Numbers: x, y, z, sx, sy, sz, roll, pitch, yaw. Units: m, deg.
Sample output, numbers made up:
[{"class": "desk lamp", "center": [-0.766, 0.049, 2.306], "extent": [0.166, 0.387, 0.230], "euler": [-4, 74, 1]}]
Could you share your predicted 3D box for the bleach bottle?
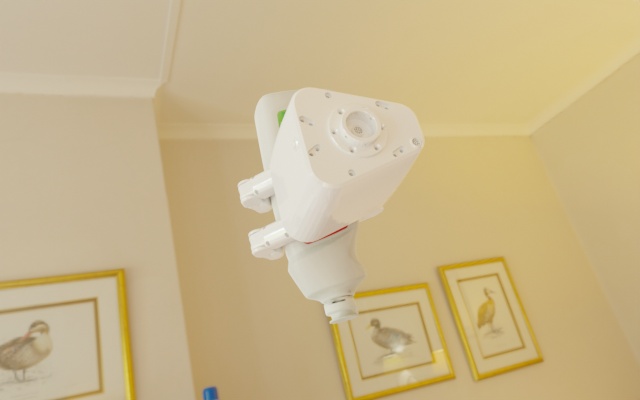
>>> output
[{"class": "bleach bottle", "center": [0.000, 0.002, 0.509], "extent": [0.102, 0.250, 0.068], "euler": [-8, -23, -19]}]
